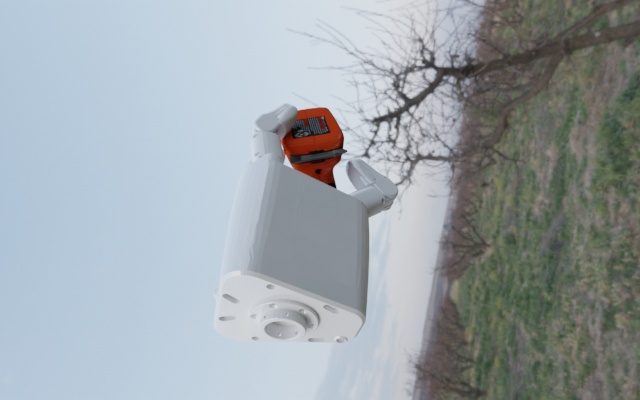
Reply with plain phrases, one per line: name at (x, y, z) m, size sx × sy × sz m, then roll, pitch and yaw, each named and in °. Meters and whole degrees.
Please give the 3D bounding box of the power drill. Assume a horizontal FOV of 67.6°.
power drill at (0.000, 0.001, 0.508) m, size 0.057 × 0.188 × 0.184 m, roll -12°, pitch 27°, yaw -4°
